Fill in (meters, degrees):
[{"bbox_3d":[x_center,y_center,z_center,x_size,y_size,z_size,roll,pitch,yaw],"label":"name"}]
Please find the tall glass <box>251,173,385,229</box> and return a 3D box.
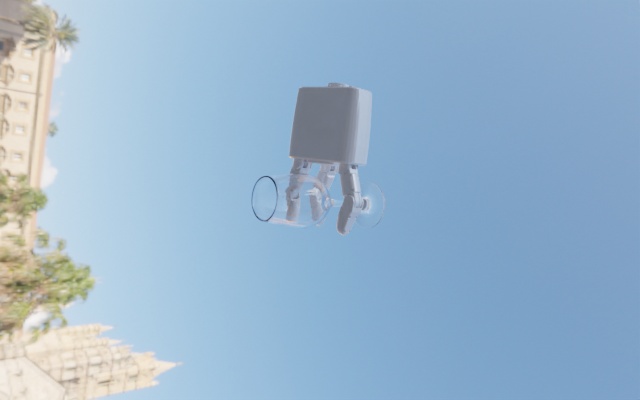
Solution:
[{"bbox_3d":[0.001,0.002,0.699,0.201,0.079,0.079,3,-2,-41],"label":"tall glass"}]
